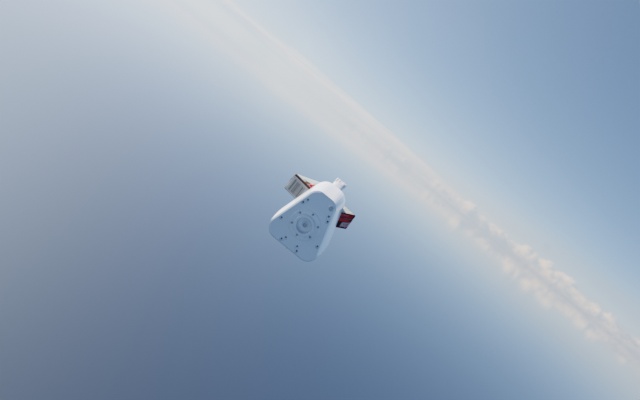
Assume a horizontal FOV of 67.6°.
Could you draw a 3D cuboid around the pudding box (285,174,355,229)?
[{"bbox_3d":[0.000,0.003,0.887,0.113,0.039,0.090,46,16,29],"label":"pudding box"}]
